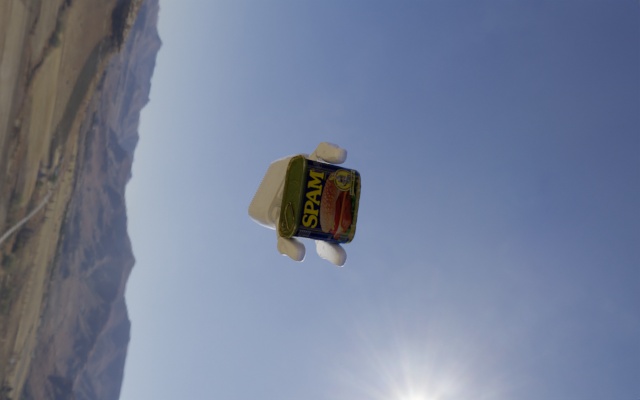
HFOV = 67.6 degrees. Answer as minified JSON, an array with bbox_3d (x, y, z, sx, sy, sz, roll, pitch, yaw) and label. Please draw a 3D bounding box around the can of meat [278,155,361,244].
[{"bbox_3d":[0.000,0.002,0.600,0.084,0.102,0.057,11,-6,-24],"label":"can of meat"}]
